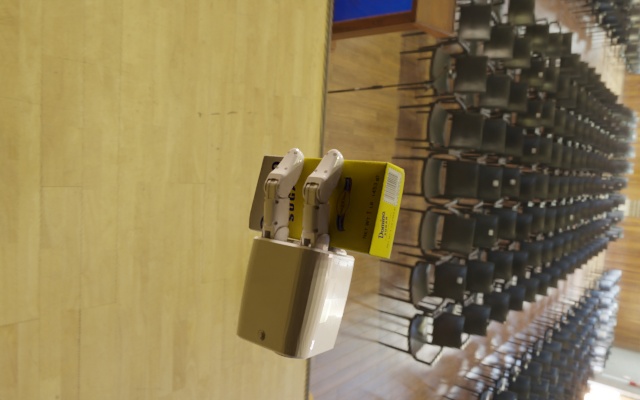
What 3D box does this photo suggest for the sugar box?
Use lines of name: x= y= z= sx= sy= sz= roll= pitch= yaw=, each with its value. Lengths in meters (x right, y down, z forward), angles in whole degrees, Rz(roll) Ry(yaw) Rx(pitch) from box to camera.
sugar box: x=0.000 y=0.002 z=0.520 sx=0.176 sy=0.093 sz=0.048 roll=7 pitch=-8 yaw=38
